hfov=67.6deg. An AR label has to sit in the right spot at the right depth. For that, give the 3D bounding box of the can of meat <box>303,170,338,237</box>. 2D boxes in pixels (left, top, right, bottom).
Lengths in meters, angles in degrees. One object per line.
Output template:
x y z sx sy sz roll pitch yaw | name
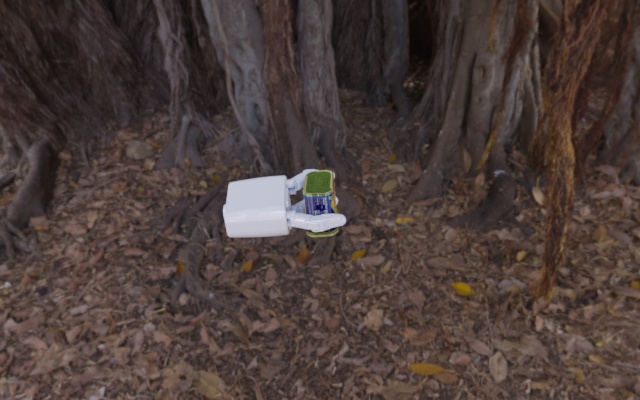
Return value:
0.000 0.003 0.851 0.057 0.084 0.102 -4 28 4 | can of meat
